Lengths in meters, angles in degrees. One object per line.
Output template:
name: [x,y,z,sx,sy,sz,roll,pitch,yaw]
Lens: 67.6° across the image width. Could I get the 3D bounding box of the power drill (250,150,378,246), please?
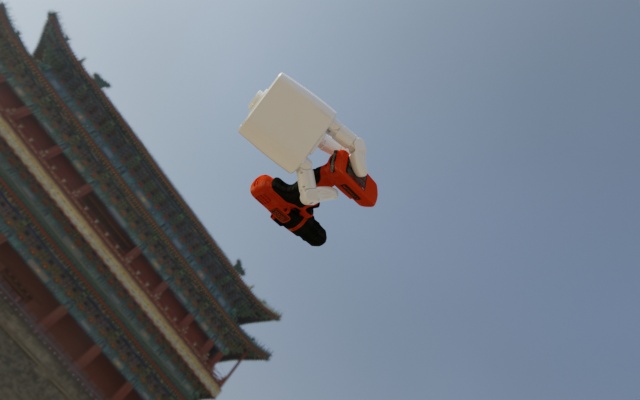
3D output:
power drill: [0.000,0.002,0.811,0.188,0.057,0.184,-23,-50,32]
